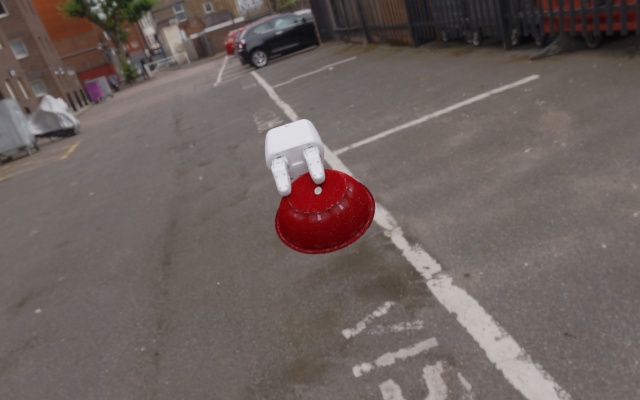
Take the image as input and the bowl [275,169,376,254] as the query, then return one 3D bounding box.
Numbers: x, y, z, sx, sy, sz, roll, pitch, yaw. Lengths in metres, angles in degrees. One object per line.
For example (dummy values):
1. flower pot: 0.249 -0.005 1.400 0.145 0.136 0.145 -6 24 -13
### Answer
1. bowl: 0.001 0.003 0.728 0.162 0.162 0.055 0 -42 18
